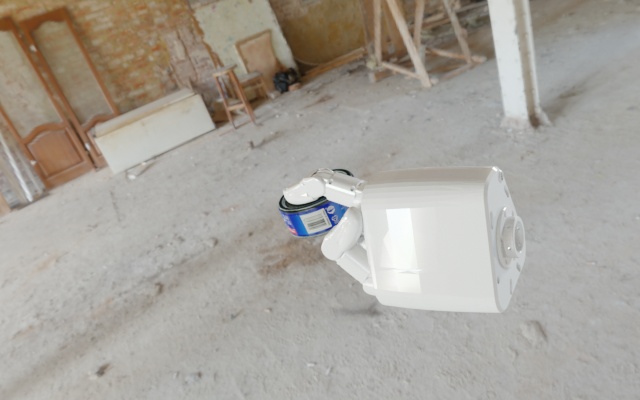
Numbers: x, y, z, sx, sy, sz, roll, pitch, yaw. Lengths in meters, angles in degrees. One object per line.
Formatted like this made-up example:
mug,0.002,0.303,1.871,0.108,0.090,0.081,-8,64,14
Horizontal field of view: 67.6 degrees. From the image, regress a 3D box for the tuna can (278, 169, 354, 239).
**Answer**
tuna can,0.000,0.001,0.495,0.086,0.034,0.086,-21,22,9
